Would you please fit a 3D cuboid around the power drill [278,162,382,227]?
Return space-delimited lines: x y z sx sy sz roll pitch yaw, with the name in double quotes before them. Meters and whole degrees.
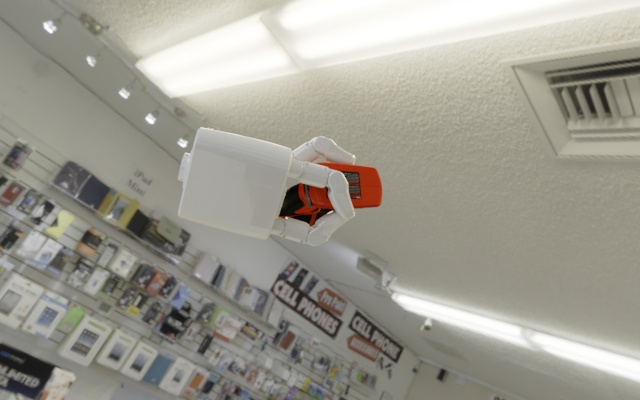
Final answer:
"power drill" 0.000 0.002 0.663 0.184 0.057 0.188 0 -13 -32
